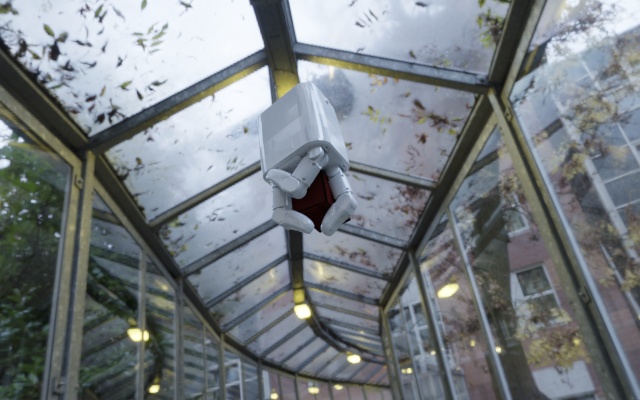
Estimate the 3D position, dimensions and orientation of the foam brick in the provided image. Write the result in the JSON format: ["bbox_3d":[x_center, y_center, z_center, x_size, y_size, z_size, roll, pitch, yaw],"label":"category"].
[{"bbox_3d":[0.000,0.002,0.656,0.053,0.051,0.078,-22,-30,18],"label":"foam brick"}]
